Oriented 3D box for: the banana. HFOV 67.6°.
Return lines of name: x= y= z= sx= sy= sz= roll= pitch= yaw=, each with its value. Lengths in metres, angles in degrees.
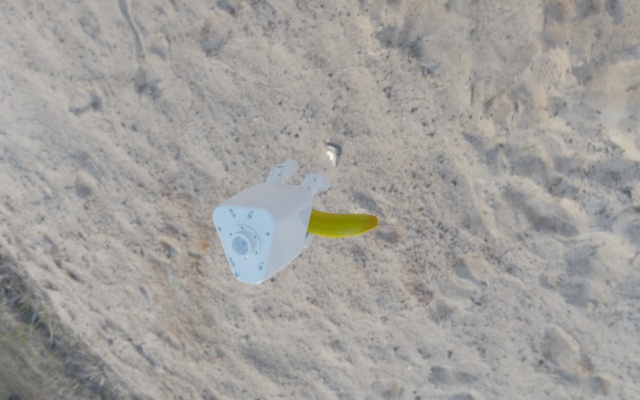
banana: x=-0.010 y=0.018 z=0.737 sx=0.198 sy=0.069 sz=0.037 roll=26 pitch=10 yaw=19
